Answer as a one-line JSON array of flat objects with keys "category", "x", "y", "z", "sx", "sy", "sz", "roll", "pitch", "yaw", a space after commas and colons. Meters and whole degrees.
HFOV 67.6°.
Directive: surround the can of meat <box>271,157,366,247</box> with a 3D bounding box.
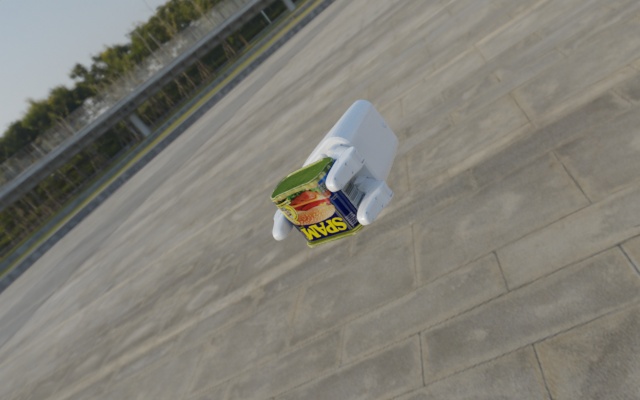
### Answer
[{"category": "can of meat", "x": 0.000, "y": 0.002, "z": 0.580, "sx": 0.102, "sy": 0.084, "sz": 0.057, "roll": -21, "pitch": 27, "yaw": 43}]
